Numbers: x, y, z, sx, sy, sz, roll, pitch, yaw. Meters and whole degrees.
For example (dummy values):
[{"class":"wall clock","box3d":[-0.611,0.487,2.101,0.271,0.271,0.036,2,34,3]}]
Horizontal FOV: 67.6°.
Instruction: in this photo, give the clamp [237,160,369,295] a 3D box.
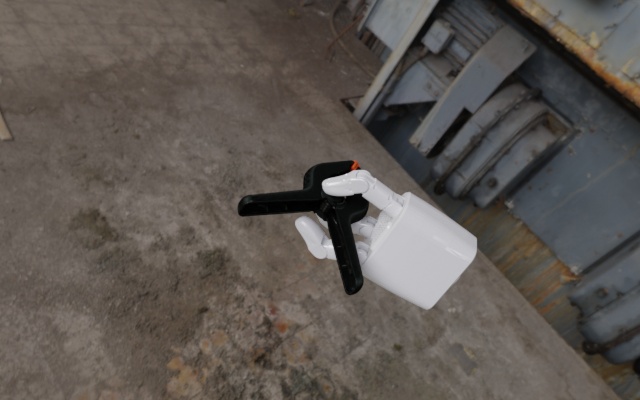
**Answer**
[{"class":"clamp","box3d":[0.001,0.001,0.593,0.164,0.036,0.209,33,38,-6]}]
